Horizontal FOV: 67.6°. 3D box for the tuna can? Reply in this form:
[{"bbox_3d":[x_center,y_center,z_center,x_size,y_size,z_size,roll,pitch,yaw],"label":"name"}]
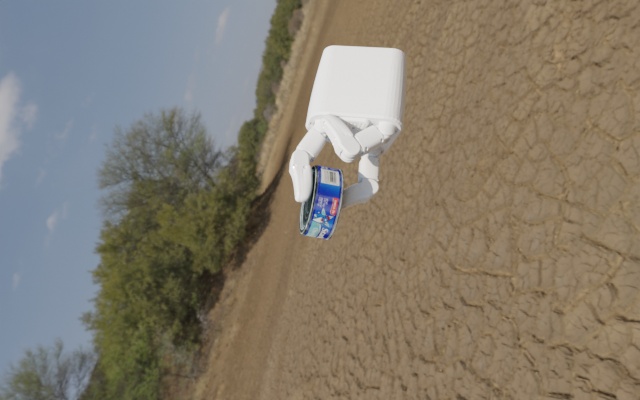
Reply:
[{"bbox_3d":[0.000,0.002,0.567,0.034,0.086,0.086,11,-2,-11],"label":"tuna can"}]
